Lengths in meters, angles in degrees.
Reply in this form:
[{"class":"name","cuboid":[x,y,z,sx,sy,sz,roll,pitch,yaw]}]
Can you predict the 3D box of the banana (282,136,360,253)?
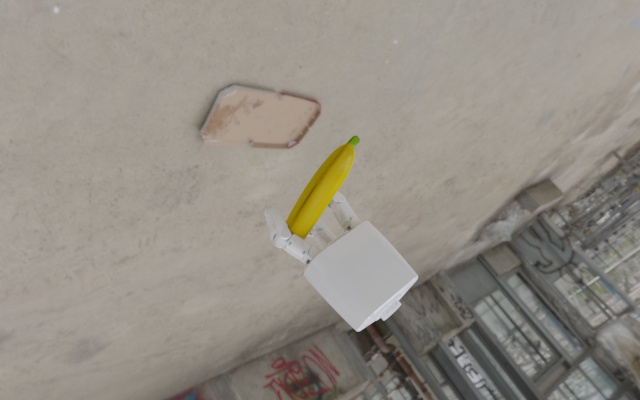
[{"class":"banana","cuboid":[-0.005,0.001,0.648,0.037,0.198,0.069,39,16,15]}]
